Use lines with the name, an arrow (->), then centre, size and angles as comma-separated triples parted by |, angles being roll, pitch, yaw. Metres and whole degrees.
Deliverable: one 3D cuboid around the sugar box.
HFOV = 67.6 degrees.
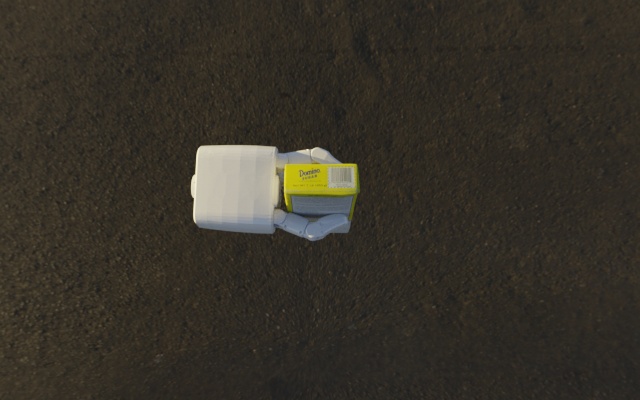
sugar box -> 0.000, 0.002, 0.666 | 0.093, 0.048, 0.176 | 1, -17, -1
